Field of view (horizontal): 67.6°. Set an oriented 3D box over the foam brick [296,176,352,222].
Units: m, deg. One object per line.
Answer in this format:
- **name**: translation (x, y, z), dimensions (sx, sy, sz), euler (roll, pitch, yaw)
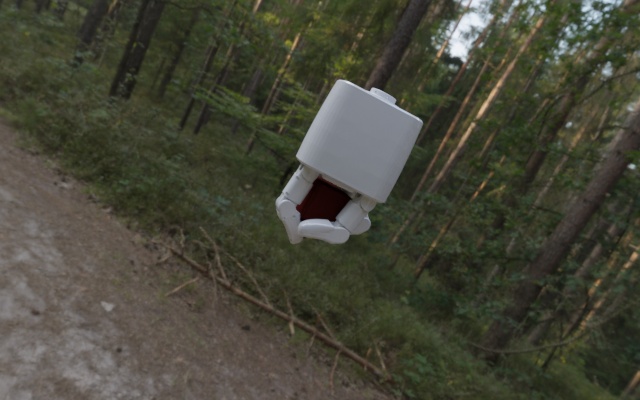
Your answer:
- **foam brick**: translation (0.000, 0.002, 0.603), dimensions (0.053, 0.051, 0.078), euler (26, 8, -21)
